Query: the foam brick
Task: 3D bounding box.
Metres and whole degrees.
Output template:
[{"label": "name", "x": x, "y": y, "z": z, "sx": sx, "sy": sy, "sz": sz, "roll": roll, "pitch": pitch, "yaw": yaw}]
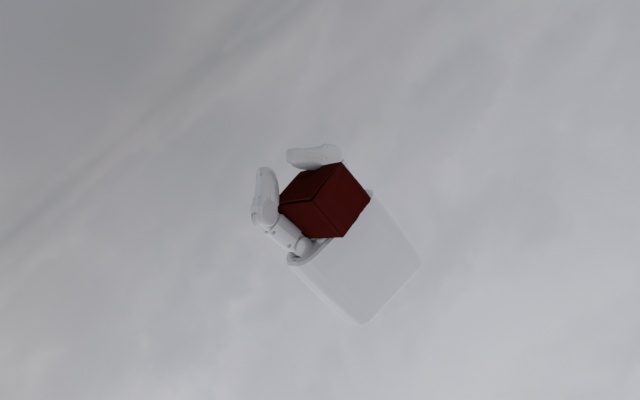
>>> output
[{"label": "foam brick", "x": 0.000, "y": 0.002, "z": 0.472, "sx": 0.053, "sy": 0.051, "sz": 0.078, "roll": -50, "pitch": 22, "yaw": -26}]
